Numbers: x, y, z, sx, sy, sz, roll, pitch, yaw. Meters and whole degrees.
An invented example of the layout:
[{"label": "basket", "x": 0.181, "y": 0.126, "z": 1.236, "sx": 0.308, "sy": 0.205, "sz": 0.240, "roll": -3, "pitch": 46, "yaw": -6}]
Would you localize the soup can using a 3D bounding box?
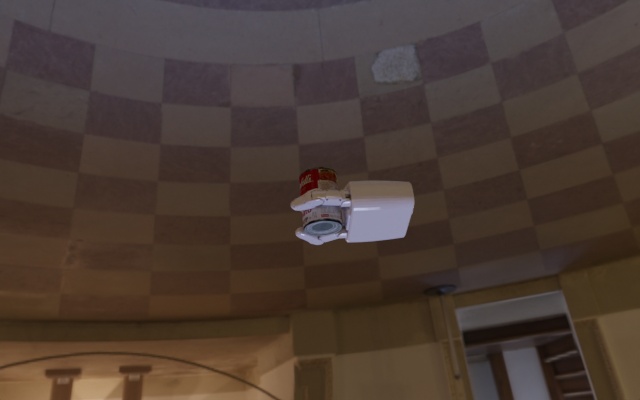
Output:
[{"label": "soup can", "x": 0.000, "y": 0.003, "z": 0.823, "sx": 0.068, "sy": 0.102, "sz": 0.068, "roll": -5, "pitch": -26, "yaw": -2}]
